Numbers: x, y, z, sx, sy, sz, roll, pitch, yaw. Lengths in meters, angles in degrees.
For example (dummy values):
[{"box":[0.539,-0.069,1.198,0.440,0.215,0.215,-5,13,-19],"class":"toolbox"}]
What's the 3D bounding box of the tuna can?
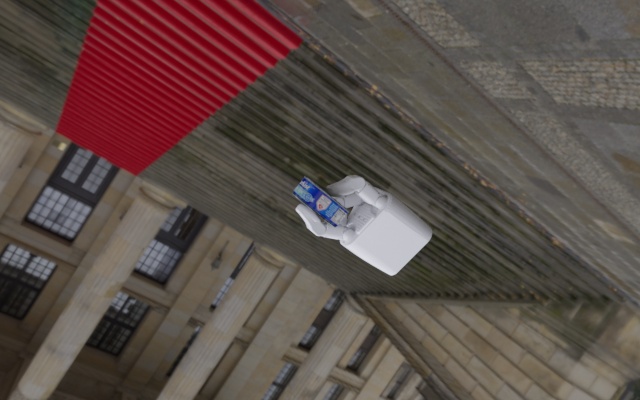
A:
[{"box":[0.000,0.003,0.715,0.086,0.034,0.086,39,0,0],"class":"tuna can"}]
